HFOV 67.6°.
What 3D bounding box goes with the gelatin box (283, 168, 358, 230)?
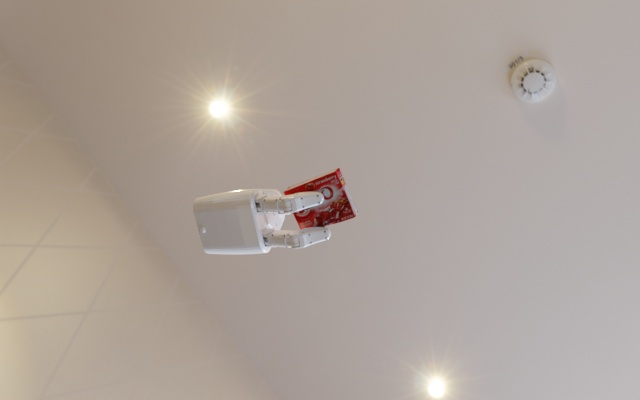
[{"bbox_3d":[0.001,0.002,0.701,0.089,0.073,0.030,-20,11,18],"label":"gelatin box"}]
